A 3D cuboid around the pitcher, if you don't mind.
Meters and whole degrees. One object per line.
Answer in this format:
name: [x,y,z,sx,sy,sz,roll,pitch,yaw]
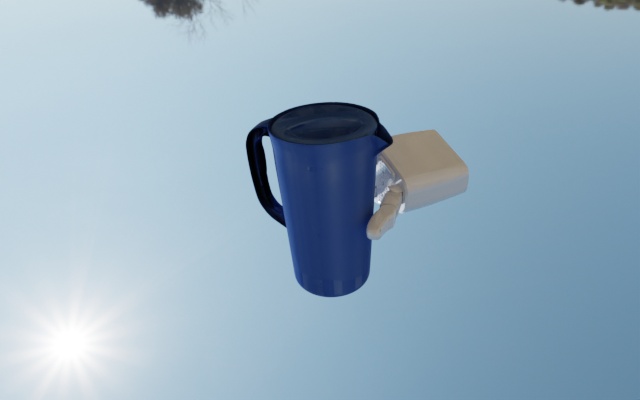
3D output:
pitcher: [0.000,0.002,0.626,0.145,0.243,0.149,-17,33,-21]
